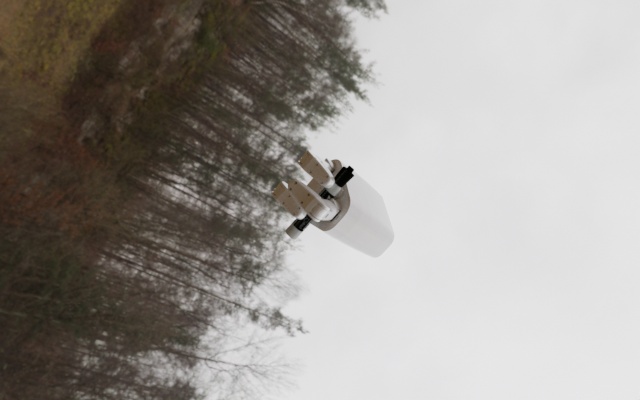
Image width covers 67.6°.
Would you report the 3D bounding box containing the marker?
[{"bbox_3d":[0.000,0.002,0.617,0.020,0.121,0.020,40,12,-10],"label":"marker"}]
